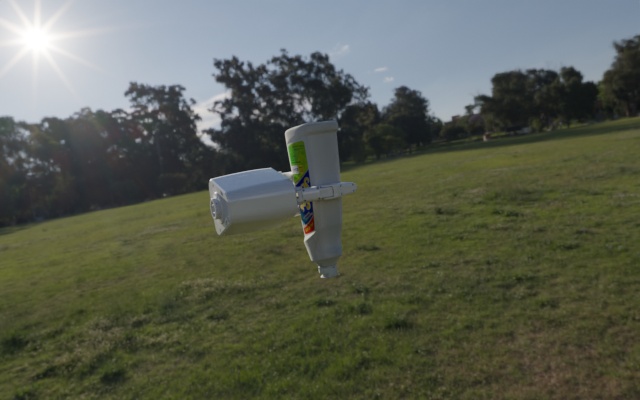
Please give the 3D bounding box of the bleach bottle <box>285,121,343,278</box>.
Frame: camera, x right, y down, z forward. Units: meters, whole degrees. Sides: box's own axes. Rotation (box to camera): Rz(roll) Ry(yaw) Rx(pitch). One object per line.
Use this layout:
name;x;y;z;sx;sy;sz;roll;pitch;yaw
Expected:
bleach bottle;0.000;0.003;0.782;0.068;0.251;0.102;-10;4;-27
